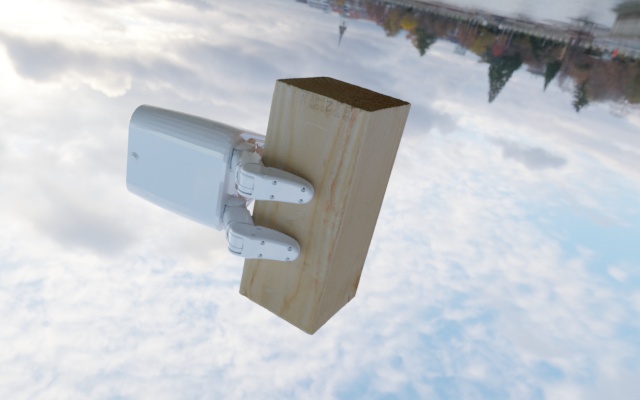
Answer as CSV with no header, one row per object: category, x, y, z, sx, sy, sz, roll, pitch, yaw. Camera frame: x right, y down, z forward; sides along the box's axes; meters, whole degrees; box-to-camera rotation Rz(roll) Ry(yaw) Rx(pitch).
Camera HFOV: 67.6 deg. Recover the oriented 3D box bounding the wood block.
wood block,0.000,0.001,0.437,0.090,0.206,0.091,24,26,23
